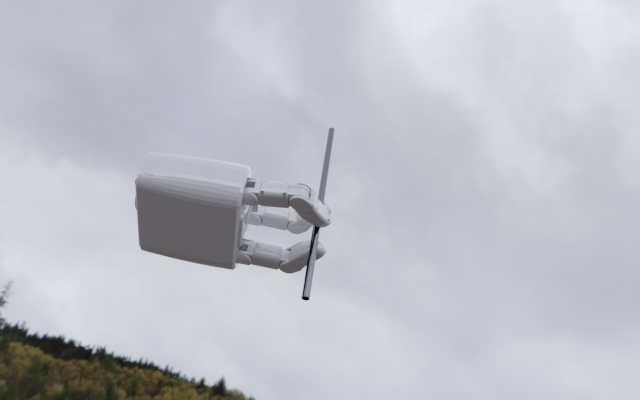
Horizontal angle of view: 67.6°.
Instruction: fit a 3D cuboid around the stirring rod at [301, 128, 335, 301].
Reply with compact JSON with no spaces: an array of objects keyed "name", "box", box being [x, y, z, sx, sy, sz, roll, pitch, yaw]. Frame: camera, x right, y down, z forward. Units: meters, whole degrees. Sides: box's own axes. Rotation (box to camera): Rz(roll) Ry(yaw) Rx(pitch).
[{"name":"stirring rod","box":[0.000,0.002,0.530,0.011,0.239,0.011,5,-40,4]}]
